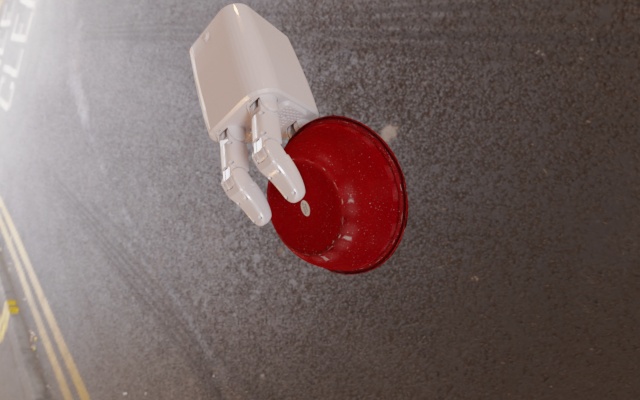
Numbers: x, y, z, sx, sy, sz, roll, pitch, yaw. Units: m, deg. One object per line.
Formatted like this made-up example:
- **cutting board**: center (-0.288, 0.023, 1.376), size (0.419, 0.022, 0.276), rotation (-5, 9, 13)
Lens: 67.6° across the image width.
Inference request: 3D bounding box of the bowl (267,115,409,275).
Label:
- **bowl**: center (0.001, 0.003, 0.458), size (0.162, 0.162, 0.055), rotation (0, 11, 38)
